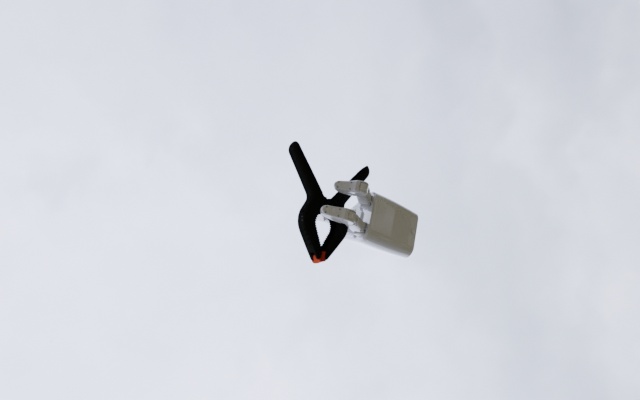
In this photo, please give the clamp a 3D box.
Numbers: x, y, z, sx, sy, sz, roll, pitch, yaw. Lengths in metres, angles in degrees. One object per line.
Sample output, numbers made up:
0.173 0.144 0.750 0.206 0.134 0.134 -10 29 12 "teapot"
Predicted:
0.000 0.004 0.836 0.164 0.210 0.036 23 -24 -21 "clamp"
